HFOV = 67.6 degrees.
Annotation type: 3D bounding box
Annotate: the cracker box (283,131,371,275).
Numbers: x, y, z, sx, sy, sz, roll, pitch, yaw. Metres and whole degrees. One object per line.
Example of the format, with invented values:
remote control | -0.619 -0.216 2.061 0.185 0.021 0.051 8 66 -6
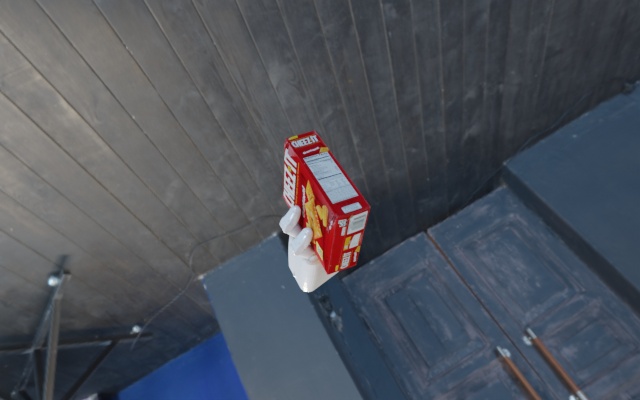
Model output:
cracker box | 0.000 0.003 0.884 0.072 0.164 0.213 -17 51 -21
